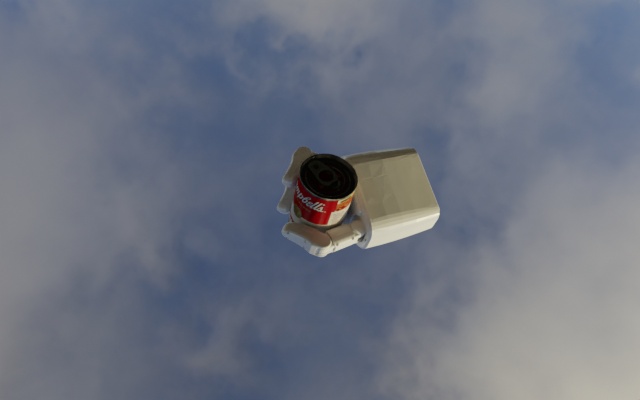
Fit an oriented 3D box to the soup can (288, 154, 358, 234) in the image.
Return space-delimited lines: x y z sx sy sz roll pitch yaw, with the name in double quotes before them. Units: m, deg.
"soup can" 0.000 0.002 0.578 0.068 0.068 0.102 0 -36 -14
